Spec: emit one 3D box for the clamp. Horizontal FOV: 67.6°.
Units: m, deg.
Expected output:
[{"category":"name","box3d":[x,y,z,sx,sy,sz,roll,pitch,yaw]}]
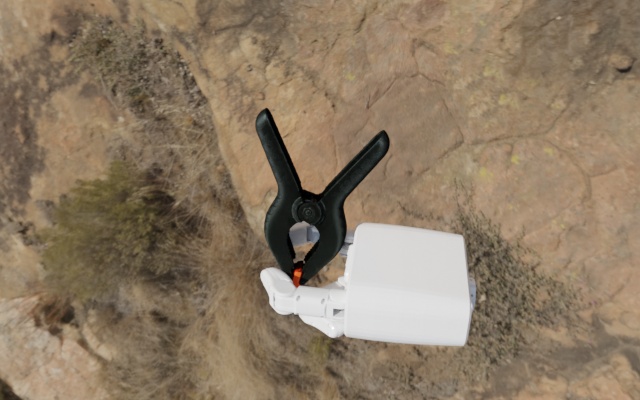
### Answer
[{"category":"clamp","box3d":[0.000,0.002,0.447,0.120,0.171,0.039,5,22,8]}]
